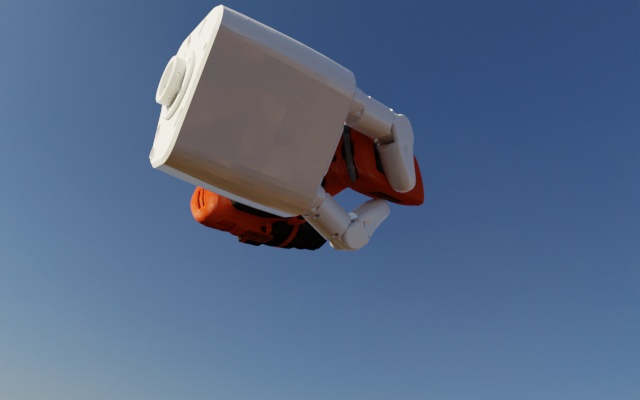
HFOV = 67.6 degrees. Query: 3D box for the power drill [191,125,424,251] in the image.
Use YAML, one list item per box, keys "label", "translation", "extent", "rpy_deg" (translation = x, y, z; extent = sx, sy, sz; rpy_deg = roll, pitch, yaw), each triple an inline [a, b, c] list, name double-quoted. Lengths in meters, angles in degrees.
- label: "power drill"
  translation: [0.000, 0.001, 0.463]
  extent: [0.188, 0.057, 0.184]
  rpy_deg: [-22, -25, 32]
